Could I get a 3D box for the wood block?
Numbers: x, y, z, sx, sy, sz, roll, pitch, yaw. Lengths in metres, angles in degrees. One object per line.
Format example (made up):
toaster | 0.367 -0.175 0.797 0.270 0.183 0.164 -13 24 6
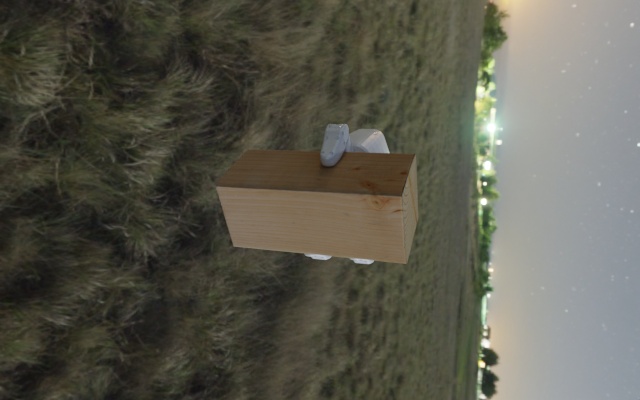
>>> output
wood block | 0.000 0.001 0.545 0.206 0.091 0.090 3 34 19
